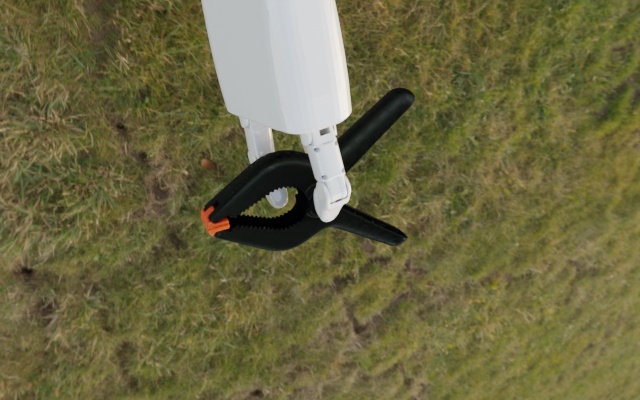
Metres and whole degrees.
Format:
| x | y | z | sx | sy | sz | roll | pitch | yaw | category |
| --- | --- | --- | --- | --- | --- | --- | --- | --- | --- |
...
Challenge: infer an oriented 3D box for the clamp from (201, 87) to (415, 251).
| x | y | z | sx | sy | sz | roll | pitch | yaw | category |
| --- | --- | --- | --- | --- | --- | --- | --- | --- | --- |
| 0.000 | 0.002 | 0.438 | 0.210 | 0.165 | 0.036 | -21 | 32 | -17 | clamp |
